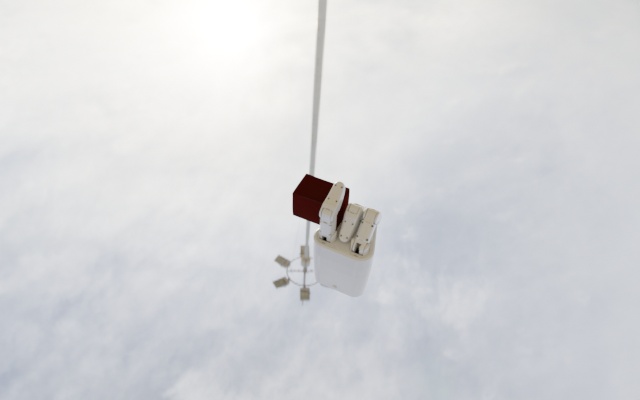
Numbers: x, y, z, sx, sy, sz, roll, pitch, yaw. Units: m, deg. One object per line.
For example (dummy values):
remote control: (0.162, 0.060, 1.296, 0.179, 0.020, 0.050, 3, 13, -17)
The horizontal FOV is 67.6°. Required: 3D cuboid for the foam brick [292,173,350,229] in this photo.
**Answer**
foam brick: (0.000, 0.002, 0.754, 0.078, 0.051, 0.053, 21, 48, 17)
